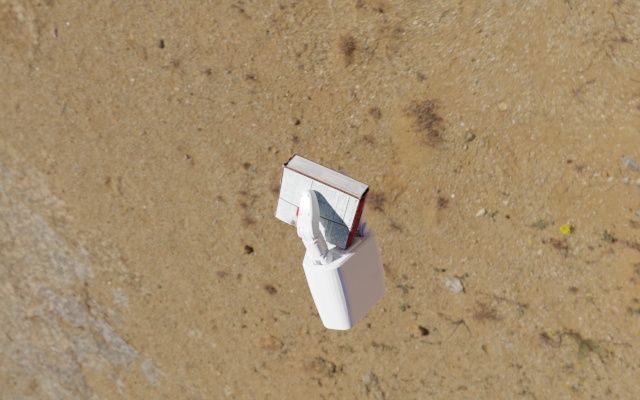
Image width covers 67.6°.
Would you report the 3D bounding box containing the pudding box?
[{"bbox_3d":[0.000,0.002,0.624,0.113,0.090,0.039,23,38,12],"label":"pudding box"}]
